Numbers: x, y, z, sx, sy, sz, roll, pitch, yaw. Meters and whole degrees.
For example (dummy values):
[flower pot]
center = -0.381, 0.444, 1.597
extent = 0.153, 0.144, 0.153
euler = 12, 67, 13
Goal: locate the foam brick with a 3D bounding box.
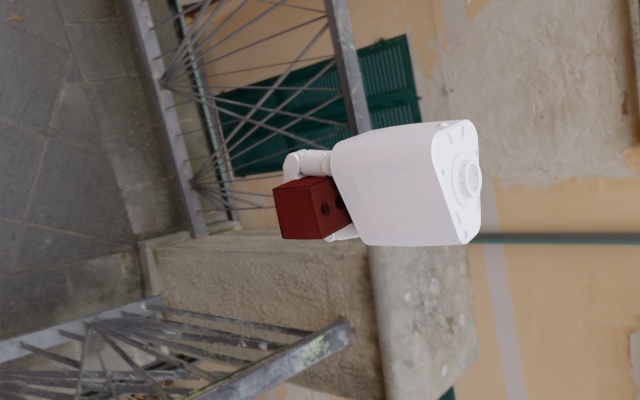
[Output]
[foam brick]
center = 0.000, 0.002, 0.473
extent = 0.051, 0.053, 0.078
euler = -2, 17, 41
